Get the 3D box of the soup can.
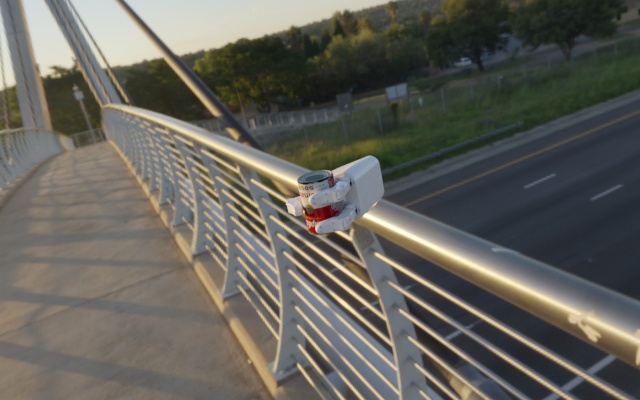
[{"bbox_3d":[0.000,0.003,0.871,0.068,0.102,0.068,-11,19,4],"label":"soup can"}]
